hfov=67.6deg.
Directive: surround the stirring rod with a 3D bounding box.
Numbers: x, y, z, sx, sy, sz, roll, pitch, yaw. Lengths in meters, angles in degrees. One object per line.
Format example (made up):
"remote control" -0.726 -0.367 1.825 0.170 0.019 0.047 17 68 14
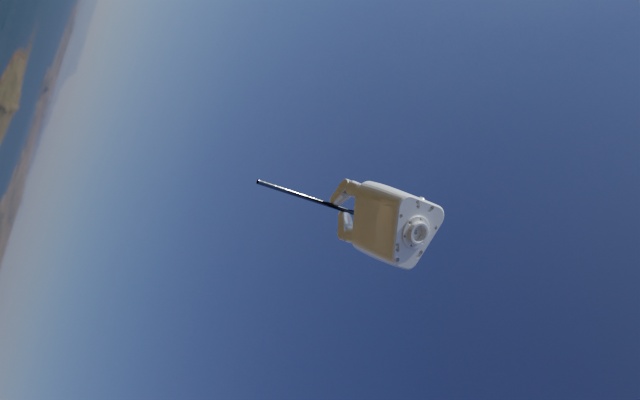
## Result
"stirring rod" 0.000 0.003 0.806 0.239 0.011 0.011 18 -10 -31
